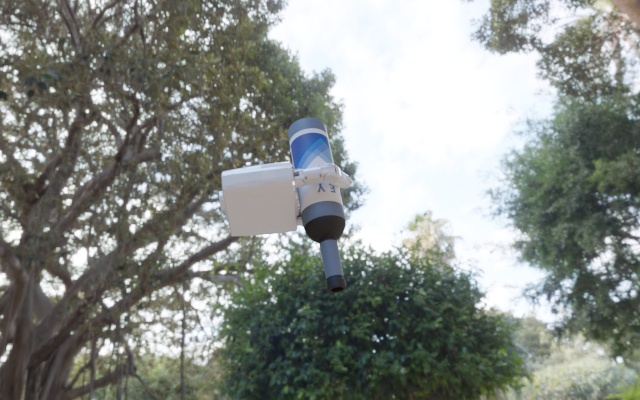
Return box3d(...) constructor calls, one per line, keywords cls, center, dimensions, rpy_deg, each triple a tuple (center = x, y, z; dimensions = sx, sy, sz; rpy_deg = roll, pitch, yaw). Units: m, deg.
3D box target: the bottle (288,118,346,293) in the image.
box3d(cls="bottle", center=(0.000, 0.002, 0.752), dimensions=(0.069, 0.295, 0.069), rpy_deg=(-8, -31, -5))
